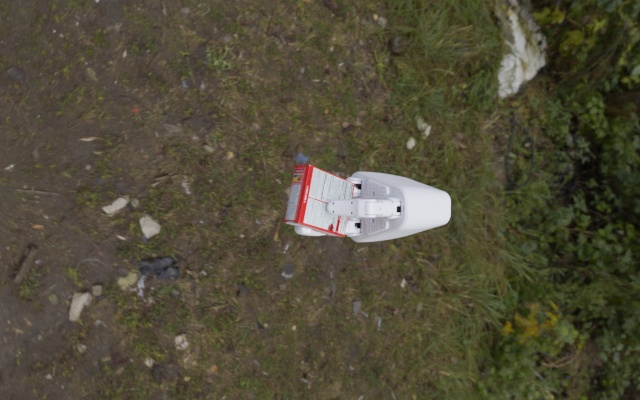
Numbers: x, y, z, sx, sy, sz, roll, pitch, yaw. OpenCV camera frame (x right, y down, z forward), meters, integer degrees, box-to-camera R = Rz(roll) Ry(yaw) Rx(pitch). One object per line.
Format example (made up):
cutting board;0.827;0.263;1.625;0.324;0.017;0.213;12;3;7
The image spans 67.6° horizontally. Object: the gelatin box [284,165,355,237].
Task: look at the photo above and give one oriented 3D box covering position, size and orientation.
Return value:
gelatin box;0.000;0.002;0.600;0.030;0.073;0.089;3;-12;44
